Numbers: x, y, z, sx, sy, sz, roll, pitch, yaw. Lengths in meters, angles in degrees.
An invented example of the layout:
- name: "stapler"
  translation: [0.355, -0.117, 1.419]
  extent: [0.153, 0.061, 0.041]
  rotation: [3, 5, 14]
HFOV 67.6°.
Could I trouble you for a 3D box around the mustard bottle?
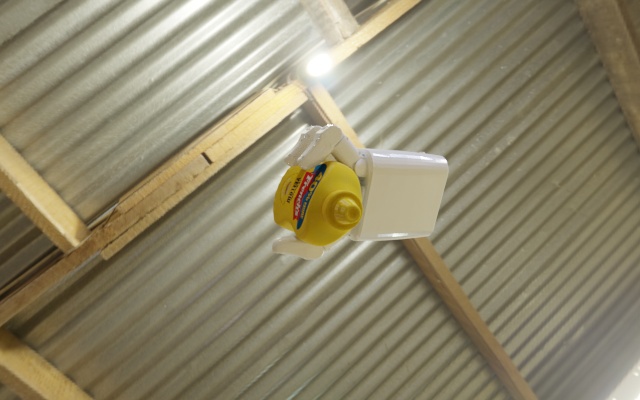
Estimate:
- name: "mustard bottle"
  translation: [0.000, 0.002, 0.546]
  extent: [0.058, 0.096, 0.191]
  rotation: [26, -2, -21]
